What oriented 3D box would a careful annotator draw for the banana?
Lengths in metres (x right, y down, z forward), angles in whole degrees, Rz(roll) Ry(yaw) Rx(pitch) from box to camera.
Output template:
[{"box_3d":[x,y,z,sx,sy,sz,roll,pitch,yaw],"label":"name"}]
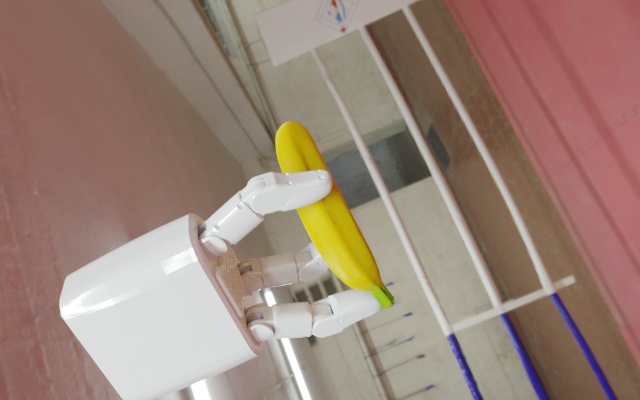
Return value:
[{"box_3d":[-0.003,-0.004,0.386,0.037,0.197,0.070,-27,-29,1],"label":"banana"}]
